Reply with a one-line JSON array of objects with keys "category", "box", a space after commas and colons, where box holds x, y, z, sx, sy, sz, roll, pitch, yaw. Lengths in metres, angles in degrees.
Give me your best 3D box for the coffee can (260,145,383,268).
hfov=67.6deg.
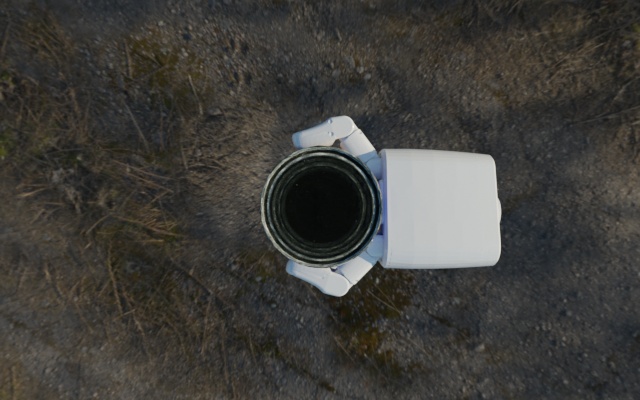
[{"category": "coffee can", "box": [0.000, 0.001, 0.464, 0.103, 0.103, 0.140, 0, 4, -1]}]
